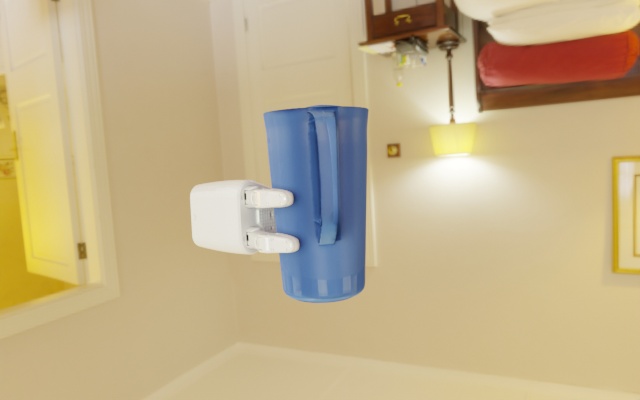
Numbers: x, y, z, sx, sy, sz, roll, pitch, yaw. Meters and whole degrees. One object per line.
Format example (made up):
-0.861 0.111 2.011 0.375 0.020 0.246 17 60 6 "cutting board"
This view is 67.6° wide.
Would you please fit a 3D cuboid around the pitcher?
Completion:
0.000 0.002 0.606 0.145 0.243 0.149 1 6 37 "pitcher"
